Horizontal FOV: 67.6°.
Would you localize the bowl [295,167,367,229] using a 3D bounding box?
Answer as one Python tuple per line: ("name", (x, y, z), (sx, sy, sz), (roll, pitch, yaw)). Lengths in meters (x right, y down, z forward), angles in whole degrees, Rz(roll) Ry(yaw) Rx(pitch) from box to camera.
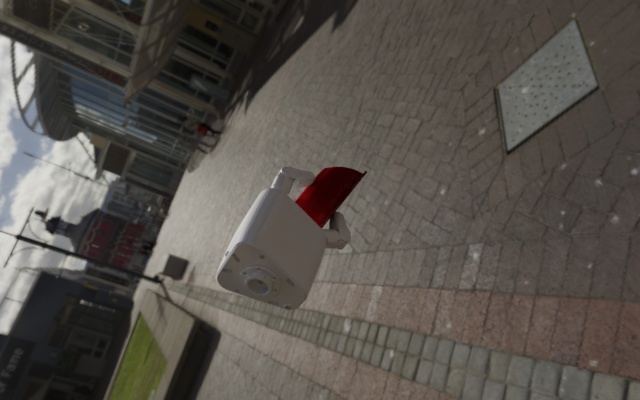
("bowl", (0.000, 0.002, 0.727), (0.055, 0.162, 0.162), (39, 2, 3))
